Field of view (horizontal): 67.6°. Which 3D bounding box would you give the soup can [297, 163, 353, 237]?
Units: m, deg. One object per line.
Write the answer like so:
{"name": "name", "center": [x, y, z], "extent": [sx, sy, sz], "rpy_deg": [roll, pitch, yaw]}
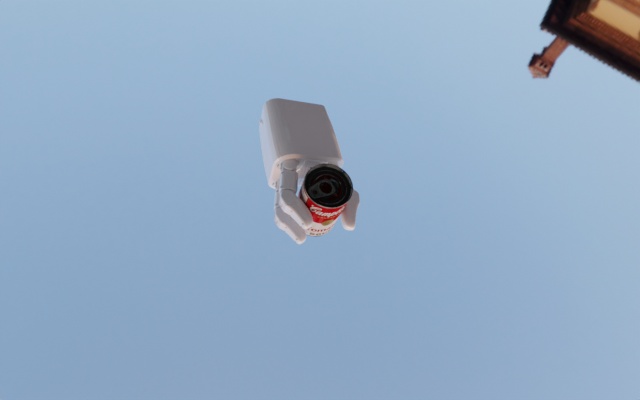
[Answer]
{"name": "soup can", "center": [0.000, 0.003, 0.680], "extent": [0.068, 0.068, 0.102], "rpy_deg": [0, -27, -14]}
